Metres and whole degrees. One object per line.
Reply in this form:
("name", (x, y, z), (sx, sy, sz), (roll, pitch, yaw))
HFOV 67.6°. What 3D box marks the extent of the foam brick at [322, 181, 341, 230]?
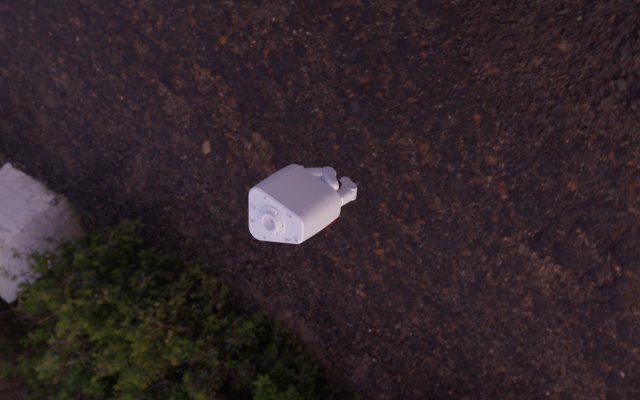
("foam brick", (0.000, 0.003, 0.840), (0.053, 0.078, 0.051), (19, 32, 26))
